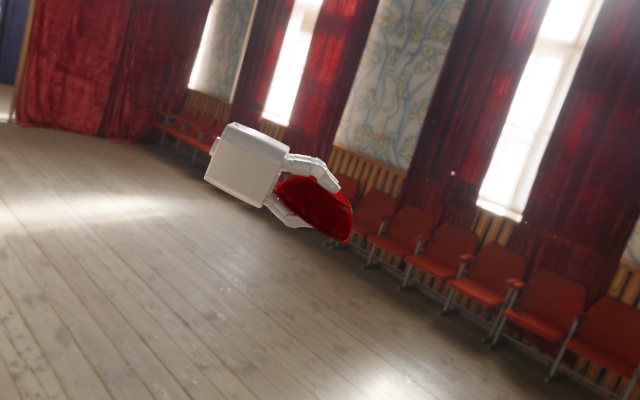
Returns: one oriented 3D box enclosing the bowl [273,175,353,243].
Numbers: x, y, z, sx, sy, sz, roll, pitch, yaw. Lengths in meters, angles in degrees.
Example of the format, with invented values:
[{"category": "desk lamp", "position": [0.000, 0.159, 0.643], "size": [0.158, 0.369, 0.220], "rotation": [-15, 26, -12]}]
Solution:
[{"category": "bowl", "position": [0.001, 0.003, 0.817], "size": [0.162, 0.055, 0.162], "rotation": [35, 9, -7]}]
